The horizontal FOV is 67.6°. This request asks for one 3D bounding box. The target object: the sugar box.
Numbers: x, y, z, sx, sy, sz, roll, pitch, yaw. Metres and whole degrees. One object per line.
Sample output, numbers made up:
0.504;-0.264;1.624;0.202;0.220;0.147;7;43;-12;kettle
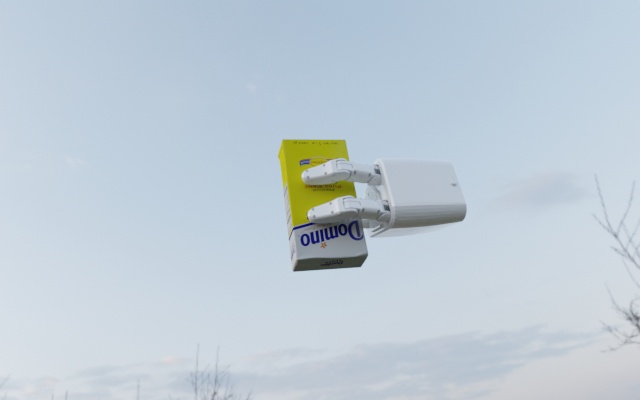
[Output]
0.000;0.002;0.625;0.093;0.176;0.048;-2;-31;-14;sugar box
